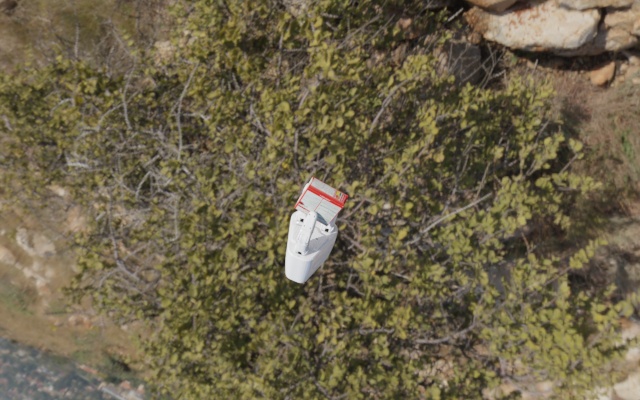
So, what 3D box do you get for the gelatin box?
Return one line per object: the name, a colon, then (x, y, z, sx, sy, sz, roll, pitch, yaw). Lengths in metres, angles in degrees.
gelatin box: (0.000, 0.003, 0.877, 0.073, 0.030, 0.089, 29, -33, -5)
